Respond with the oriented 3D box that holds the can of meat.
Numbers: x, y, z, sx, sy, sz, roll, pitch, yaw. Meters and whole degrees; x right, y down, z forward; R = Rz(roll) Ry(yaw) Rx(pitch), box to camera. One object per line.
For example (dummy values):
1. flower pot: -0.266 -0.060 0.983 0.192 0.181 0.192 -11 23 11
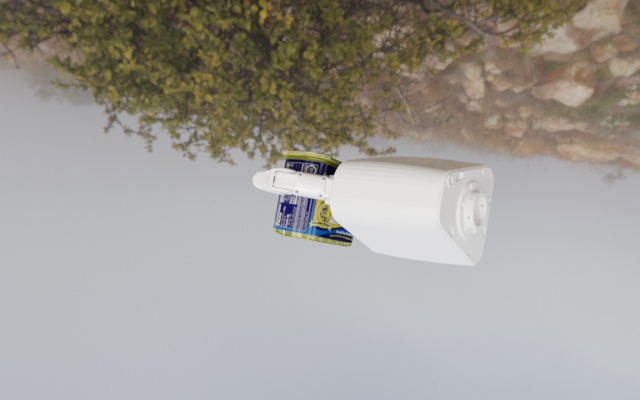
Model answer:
1. can of meat: 0.000 0.002 0.501 0.057 0.084 0.102 7 -6 37
